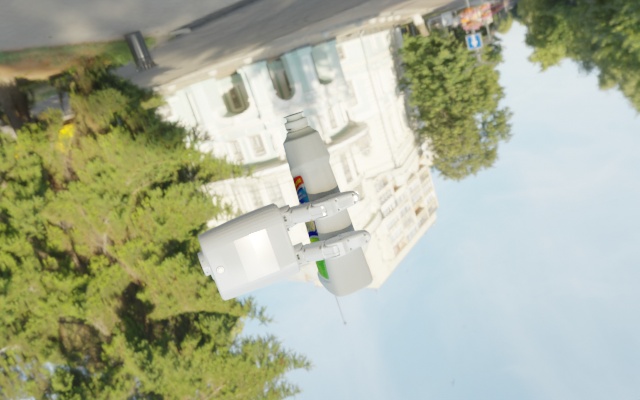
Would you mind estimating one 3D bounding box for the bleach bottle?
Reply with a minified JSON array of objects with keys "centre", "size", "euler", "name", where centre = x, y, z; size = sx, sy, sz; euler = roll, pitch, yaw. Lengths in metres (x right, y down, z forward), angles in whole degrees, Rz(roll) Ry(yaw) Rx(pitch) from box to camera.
[{"centre":[0.000,0.002,0.658],"size":[0.068,0.251,0.102],"euler":[-22,15,-12],"name":"bleach bottle"}]
